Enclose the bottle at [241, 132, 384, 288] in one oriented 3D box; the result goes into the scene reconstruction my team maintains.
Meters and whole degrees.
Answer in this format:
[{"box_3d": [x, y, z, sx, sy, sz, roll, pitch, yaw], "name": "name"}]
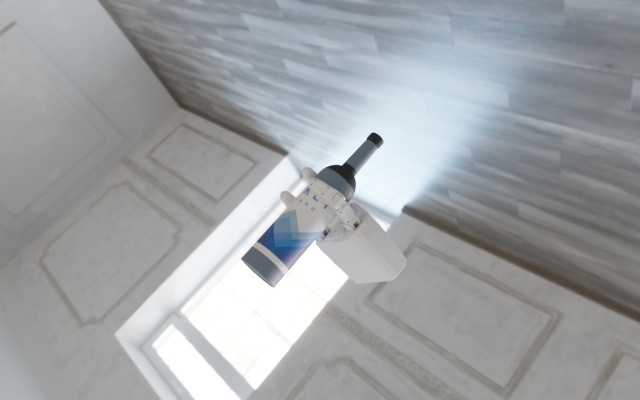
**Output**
[{"box_3d": [0.000, 0.003, 0.745, 0.069, 0.295, 0.069, 38, -17, 13], "name": "bottle"}]
